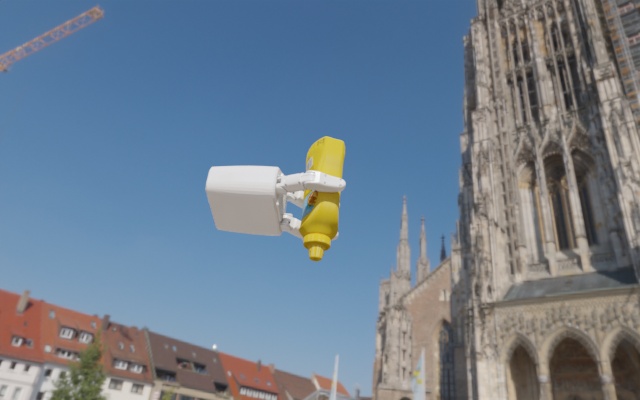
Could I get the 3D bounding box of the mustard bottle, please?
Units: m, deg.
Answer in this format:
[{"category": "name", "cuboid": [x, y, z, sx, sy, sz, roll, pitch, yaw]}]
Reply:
[{"category": "mustard bottle", "cuboid": [0.000, 0.002, 0.744, 0.058, 0.191, 0.096, 15, -30, -15]}]
